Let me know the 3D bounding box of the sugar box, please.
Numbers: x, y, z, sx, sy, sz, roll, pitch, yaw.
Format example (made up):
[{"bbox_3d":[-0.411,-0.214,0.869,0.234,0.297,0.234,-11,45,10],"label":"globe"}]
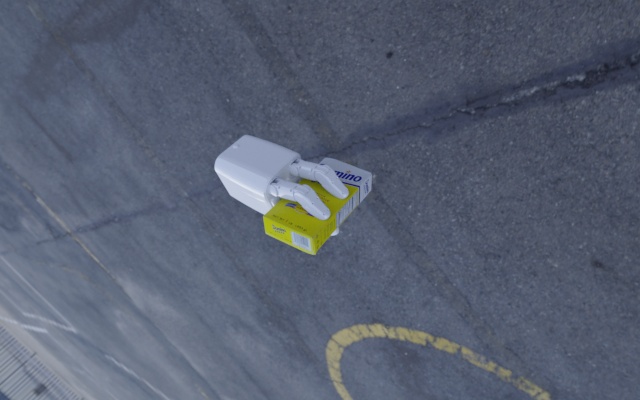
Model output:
[{"bbox_3d":[0.000,0.002,0.757,0.093,0.048,0.176,22,50,25],"label":"sugar box"}]
